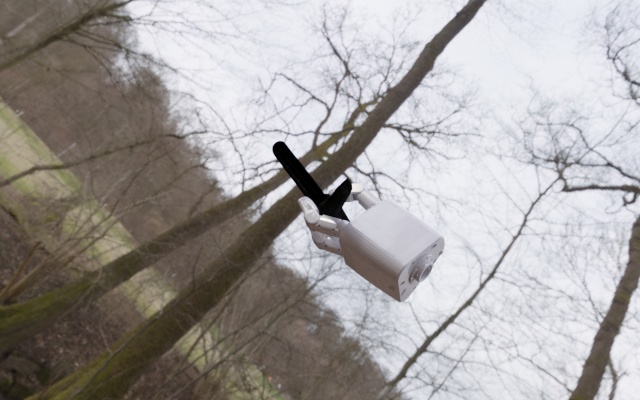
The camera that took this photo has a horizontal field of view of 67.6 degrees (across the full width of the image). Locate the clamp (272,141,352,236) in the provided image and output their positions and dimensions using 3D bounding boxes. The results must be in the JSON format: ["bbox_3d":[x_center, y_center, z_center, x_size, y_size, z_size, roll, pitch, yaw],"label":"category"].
[{"bbox_3d":[0.001,0.002,0.751,0.164,0.036,0.210,37,-21,34],"label":"clamp"}]
